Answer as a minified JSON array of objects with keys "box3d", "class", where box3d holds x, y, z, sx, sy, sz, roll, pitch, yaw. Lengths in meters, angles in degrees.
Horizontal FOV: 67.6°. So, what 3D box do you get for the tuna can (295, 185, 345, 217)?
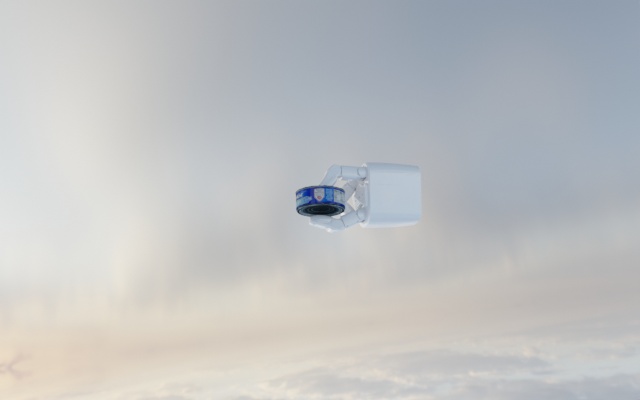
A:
[{"box3d":[0.000,0.003,0.816,0.086,0.033,0.086,-1,-17,0],"class":"tuna can"}]
